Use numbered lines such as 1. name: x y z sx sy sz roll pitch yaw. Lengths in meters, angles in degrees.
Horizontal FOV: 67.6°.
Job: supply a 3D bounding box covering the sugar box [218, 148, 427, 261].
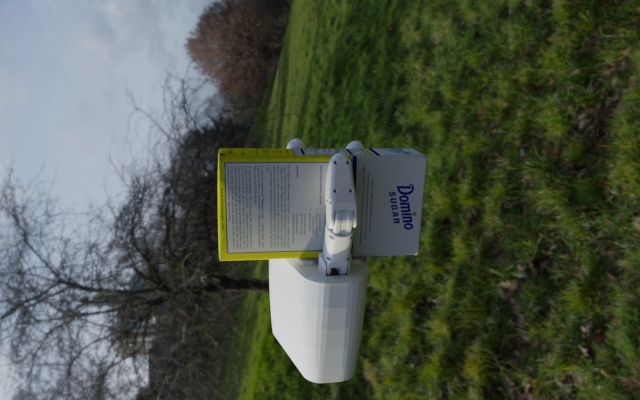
1. sugar box: 0.000 0.001 0.420 0.176 0.093 0.048 -1 16 -10
